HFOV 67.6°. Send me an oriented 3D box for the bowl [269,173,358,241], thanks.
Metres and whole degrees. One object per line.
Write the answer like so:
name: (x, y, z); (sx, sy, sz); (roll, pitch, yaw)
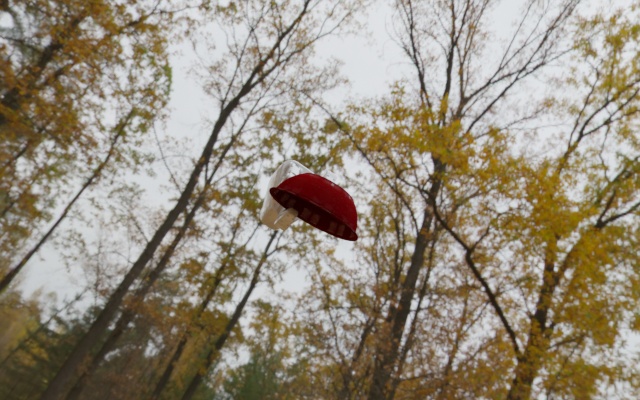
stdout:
bowl: (0.001, 0.002, 0.765); (0.162, 0.055, 0.162); (28, -13, 7)
